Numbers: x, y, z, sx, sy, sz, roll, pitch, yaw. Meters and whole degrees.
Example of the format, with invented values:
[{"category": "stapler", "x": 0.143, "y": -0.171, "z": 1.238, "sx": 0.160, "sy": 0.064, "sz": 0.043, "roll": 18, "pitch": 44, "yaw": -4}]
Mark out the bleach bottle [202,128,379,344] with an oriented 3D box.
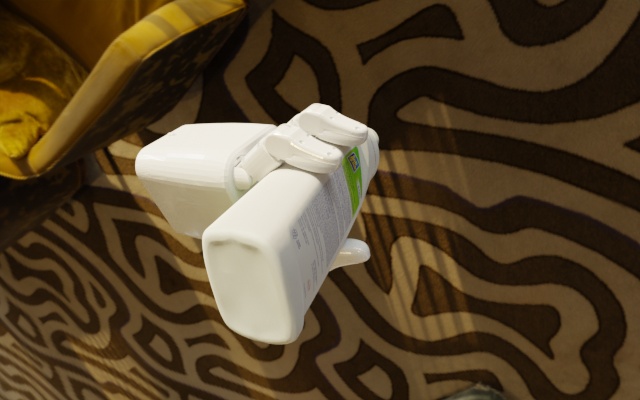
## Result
[{"category": "bleach bottle", "x": 0.000, "y": 0.001, "z": 0.422, "sx": 0.068, "sy": 0.103, "sz": 0.250, "roll": 5, "pitch": 31, "yaw": 25}]
